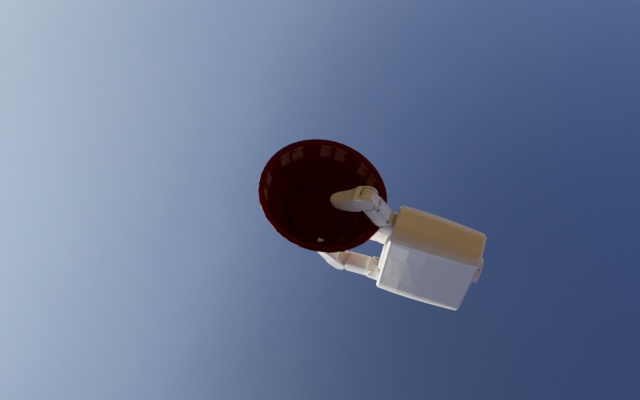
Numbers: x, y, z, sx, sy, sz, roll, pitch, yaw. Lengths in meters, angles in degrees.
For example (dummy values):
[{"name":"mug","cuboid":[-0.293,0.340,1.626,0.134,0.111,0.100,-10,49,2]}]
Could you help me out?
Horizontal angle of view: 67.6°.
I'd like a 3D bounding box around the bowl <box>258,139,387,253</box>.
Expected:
[{"name":"bowl","cuboid":[-0.001,0.001,0.609,0.162,0.162,0.055,0,-29,-12]}]
